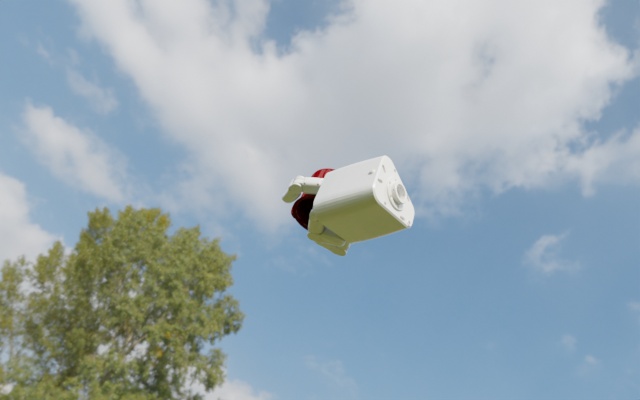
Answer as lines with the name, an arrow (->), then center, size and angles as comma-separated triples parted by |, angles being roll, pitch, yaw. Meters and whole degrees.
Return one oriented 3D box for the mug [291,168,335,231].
mug -> -0.001, 0.003, 0.818 | 0.117, 0.093, 0.081 | -16, 35, 36
